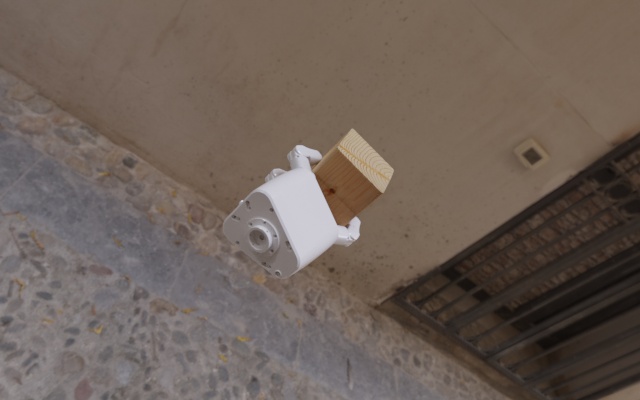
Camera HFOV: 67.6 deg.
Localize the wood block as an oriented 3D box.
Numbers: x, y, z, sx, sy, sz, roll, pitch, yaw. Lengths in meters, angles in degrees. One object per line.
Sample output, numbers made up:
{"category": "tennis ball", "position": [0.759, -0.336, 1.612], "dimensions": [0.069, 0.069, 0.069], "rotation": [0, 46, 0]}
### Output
{"category": "wood block", "position": [0.000, 0.003, 0.720], "dimensions": [0.206, 0.091, 0.090], "rotation": [-42, 7, 31]}
